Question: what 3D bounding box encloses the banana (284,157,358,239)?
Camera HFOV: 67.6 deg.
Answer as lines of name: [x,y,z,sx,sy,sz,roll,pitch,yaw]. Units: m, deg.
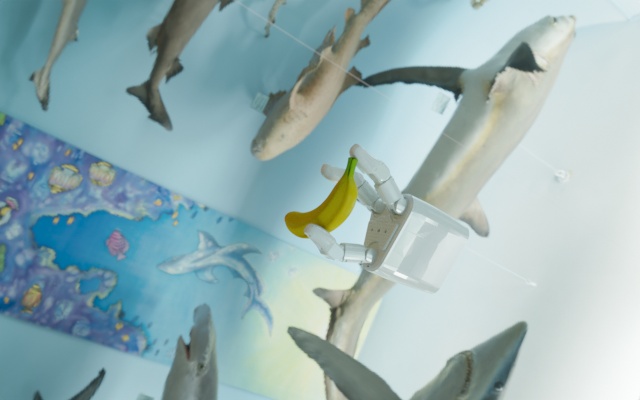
banana: [-0.001,0.017,0.642,0.037,0.069,0.198,23,-33,-21]
